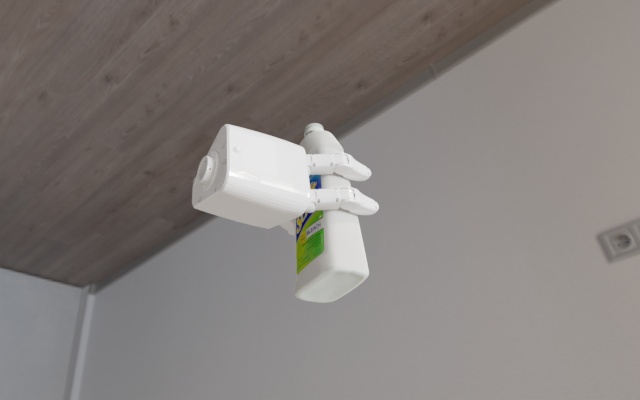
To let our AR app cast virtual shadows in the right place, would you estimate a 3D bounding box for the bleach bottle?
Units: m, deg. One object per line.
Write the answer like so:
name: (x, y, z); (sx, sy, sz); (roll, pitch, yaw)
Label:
bleach bottle: (0.000, 0.002, 0.649); (0.068, 0.250, 0.103); (15, -40, -31)
